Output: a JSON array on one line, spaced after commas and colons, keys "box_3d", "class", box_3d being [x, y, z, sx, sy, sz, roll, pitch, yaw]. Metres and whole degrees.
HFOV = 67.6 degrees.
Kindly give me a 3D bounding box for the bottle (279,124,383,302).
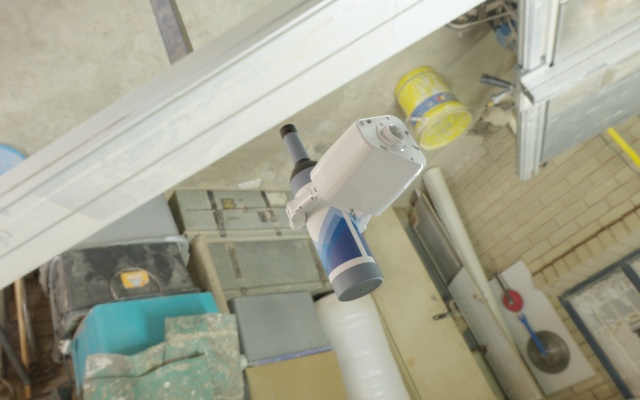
[{"box_3d": [0.000, 0.003, 0.708, 0.069, 0.295, 0.069, -19, -28, -11], "class": "bottle"}]
